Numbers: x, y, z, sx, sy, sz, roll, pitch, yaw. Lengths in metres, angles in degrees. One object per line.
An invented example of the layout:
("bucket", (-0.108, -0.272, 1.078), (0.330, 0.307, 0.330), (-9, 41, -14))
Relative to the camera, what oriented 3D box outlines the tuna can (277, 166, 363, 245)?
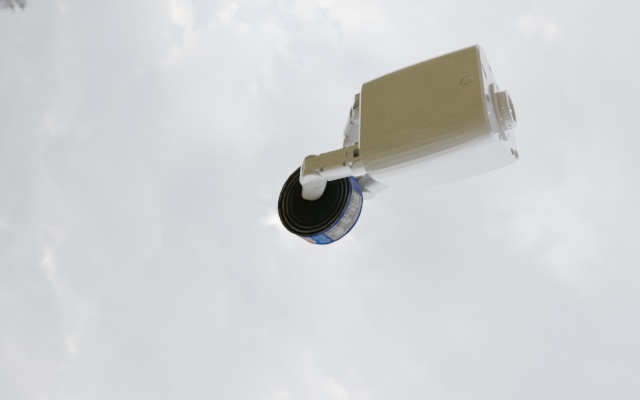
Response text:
("tuna can", (0.000, 0.002, 0.492), (0.086, 0.086, 0.034), (0, -23, 34))
